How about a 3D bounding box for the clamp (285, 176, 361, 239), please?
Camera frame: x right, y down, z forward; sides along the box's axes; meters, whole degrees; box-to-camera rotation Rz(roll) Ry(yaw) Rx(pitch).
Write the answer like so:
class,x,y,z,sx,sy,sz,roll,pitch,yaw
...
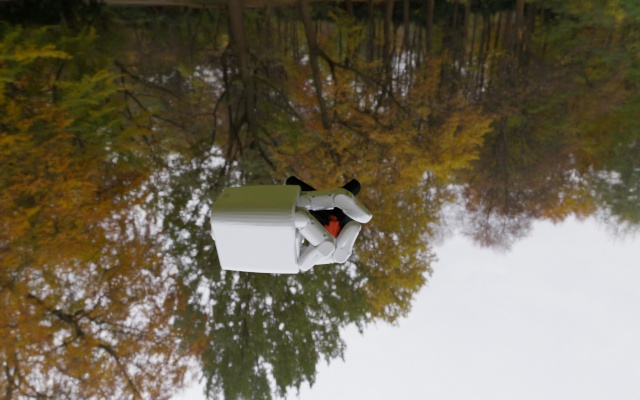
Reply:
class,x,y,z,sx,sy,sz,roll,pitch,yaw
clamp,0.000,0.003,0.709,0.120,0.039,0.171,1,22,4
